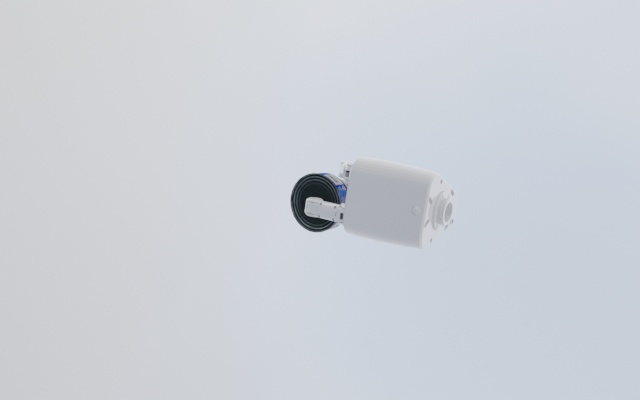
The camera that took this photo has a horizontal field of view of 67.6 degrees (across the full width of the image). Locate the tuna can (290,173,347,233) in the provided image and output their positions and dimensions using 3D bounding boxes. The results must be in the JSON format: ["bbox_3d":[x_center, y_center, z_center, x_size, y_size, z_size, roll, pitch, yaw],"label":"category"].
[{"bbox_3d":[0.000,0.002,0.698,0.086,0.086,0.034,0,5,33],"label":"tuna can"}]
